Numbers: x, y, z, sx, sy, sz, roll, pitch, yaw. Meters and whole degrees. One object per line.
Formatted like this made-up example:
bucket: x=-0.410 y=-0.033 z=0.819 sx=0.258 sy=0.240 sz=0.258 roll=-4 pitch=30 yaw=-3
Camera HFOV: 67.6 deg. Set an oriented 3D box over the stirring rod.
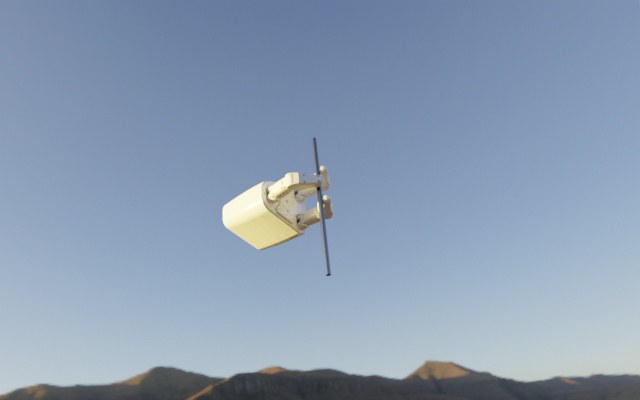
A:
stirring rod: x=0.000 y=0.003 z=0.751 sx=0.011 sy=0.239 sz=0.011 roll=-5 pitch=-27 yaw=-2
